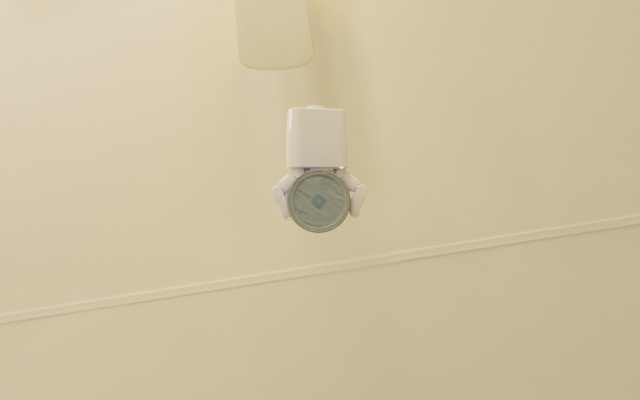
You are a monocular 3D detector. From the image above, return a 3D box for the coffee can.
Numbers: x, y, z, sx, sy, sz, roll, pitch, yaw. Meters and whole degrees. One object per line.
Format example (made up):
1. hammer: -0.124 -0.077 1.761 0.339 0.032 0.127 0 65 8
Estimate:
1. coffee can: 0.000 0.003 0.837 0.103 0.103 0.140 0 -1 2
